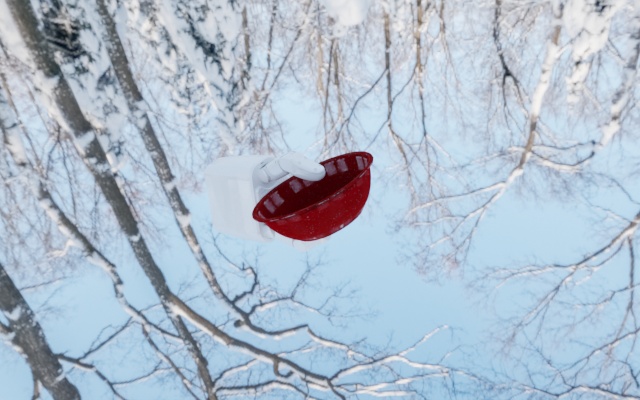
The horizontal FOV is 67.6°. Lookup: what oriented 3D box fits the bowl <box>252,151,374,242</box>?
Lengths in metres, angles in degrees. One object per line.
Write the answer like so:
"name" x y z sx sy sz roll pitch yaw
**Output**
"bowl" 0.001 0.002 0.580 0.162 0.055 0.162 -25 18 8
